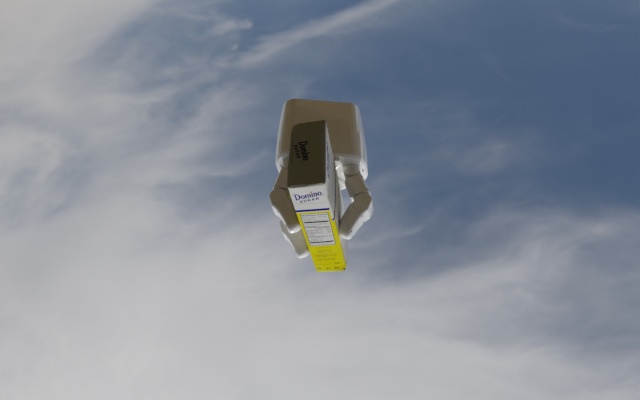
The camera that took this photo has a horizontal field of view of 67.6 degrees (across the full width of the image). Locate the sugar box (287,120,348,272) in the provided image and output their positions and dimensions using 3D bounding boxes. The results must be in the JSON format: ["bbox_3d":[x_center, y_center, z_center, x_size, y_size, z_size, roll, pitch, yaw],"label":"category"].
[{"bbox_3d":[0.000,0.002,0.561,0.048,0.093,0.176,-7,-39,10],"label":"sugar box"}]
